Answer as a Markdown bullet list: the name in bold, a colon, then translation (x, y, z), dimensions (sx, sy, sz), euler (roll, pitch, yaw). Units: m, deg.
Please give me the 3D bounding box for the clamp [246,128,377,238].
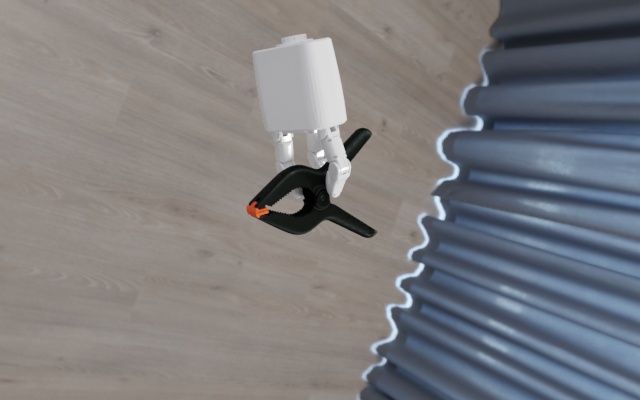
- **clamp**: translation (0.000, 0.002, 0.661), dimensions (0.210, 0.164, 0.036), euler (-22, 20, -31)
